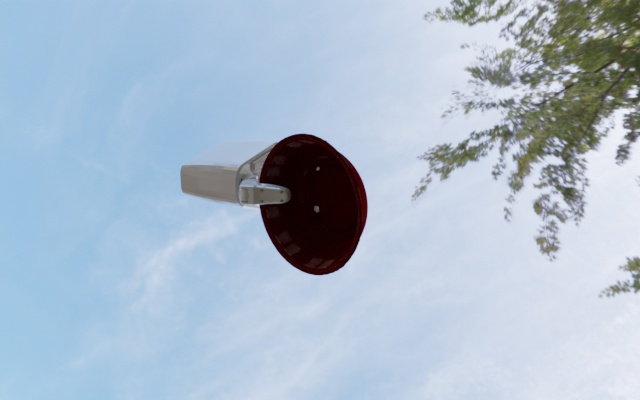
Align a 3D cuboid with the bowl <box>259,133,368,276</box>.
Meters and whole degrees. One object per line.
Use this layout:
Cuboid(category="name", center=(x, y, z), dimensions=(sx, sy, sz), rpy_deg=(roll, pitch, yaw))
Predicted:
Cuboid(category="bowl", center=(0.001, 0.002, 0.554), dimensions=(0.162, 0.162, 0.055), rpy_deg=(0, 9, 44))
